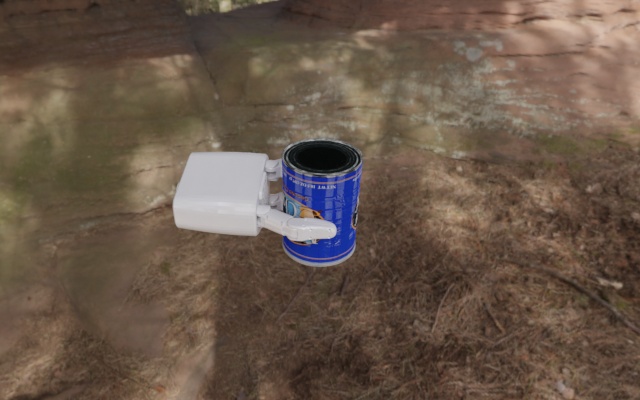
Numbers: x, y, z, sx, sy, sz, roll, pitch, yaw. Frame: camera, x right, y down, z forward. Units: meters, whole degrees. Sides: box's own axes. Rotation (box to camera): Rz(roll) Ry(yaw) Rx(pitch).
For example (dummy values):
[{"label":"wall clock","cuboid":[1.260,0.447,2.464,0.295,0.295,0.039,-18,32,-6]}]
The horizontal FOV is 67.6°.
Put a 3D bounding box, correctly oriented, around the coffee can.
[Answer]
[{"label":"coffee can","cuboid":[0.000,0.002,0.635,0.103,0.140,0.102,2,33,-1]}]
